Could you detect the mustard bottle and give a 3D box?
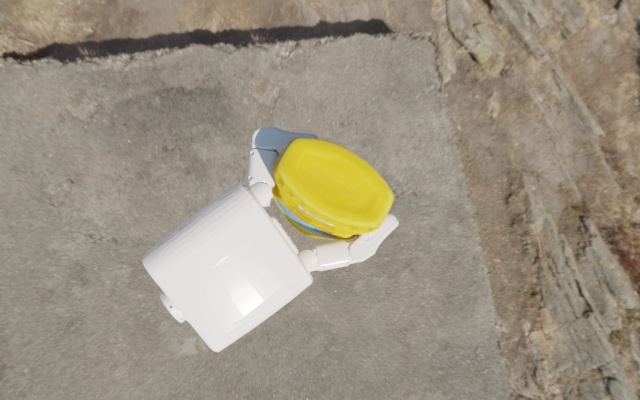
[{"bbox_3d":[0.000,0.001,0.458,0.096,0.058,0.192,28,-12,-2],"label":"mustard bottle"}]
